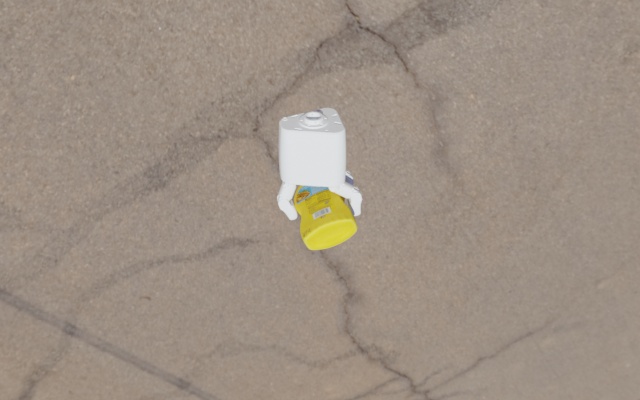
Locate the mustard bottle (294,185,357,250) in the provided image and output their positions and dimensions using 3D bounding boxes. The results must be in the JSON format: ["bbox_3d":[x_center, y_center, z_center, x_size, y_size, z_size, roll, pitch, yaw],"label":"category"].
[{"bbox_3d":[0.000,0.003,0.886,0.096,0.058,0.191,-24,39,6],"label":"mustard bottle"}]
